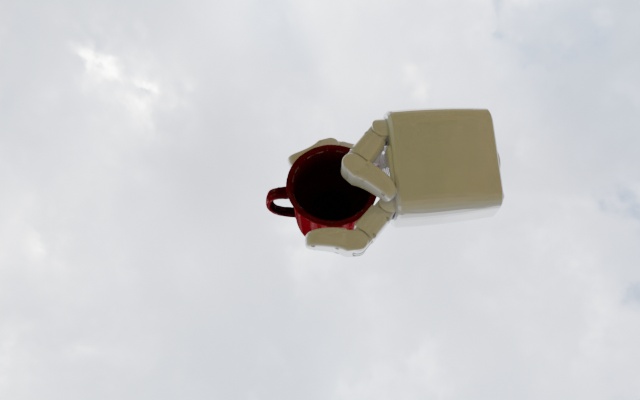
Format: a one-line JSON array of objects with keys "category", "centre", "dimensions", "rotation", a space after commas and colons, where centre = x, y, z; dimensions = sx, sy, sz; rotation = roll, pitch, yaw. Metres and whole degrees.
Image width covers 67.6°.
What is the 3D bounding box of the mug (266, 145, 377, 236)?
[{"category": "mug", "centre": [-0.001, 0.002, 0.514], "dimensions": [0.117, 0.093, 0.081], "rotation": [-5, -26, -2]}]
